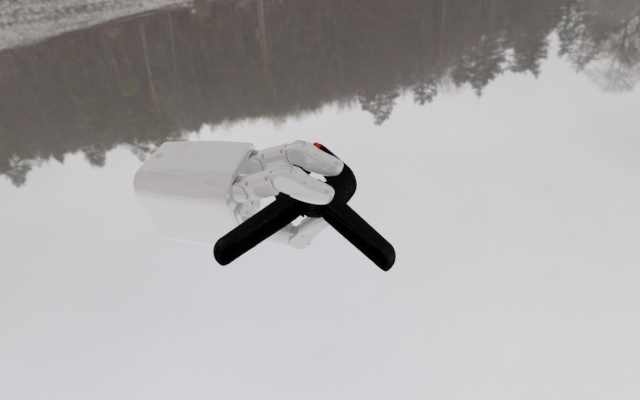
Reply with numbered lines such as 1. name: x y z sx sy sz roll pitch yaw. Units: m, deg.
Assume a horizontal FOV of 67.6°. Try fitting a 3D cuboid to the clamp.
1. clamp: 0.000 0.002 0.500 0.164 0.036 0.209 6 35 8
